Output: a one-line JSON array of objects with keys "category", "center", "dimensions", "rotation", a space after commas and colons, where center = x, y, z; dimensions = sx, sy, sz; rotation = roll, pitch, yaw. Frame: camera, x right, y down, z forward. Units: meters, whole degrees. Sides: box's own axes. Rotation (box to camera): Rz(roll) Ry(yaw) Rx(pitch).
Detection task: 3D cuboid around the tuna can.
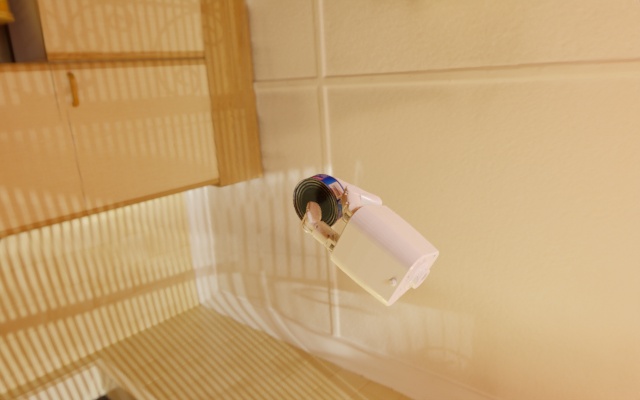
[{"category": "tuna can", "center": [0.000, 0.002, 0.744], "dimensions": [0.086, 0.086, 0.033], "rotation": [0, 17, 39]}]
